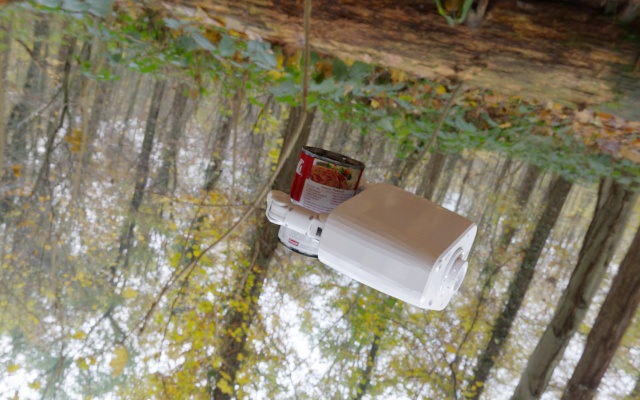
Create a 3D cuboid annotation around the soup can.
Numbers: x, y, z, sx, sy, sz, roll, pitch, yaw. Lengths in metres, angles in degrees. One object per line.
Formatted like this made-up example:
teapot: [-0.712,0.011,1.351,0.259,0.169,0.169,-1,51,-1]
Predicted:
soup can: [0.000,0.002,0.500,0.068,0.102,0.068,16,13,-4]
